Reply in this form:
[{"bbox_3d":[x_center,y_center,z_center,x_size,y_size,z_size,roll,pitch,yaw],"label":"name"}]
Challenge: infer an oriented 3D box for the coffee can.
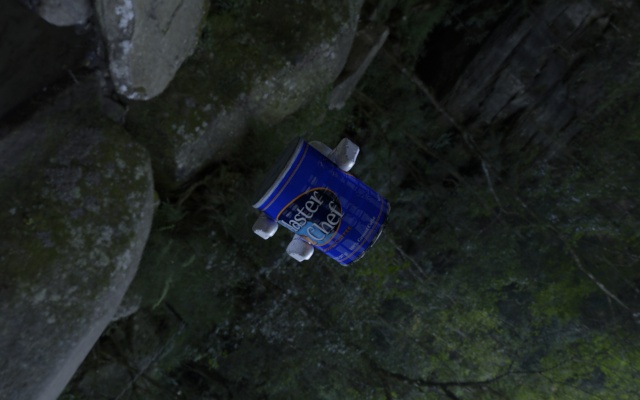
[{"bbox_3d":[0.000,0.002,0.595,0.140,0.103,0.103,35,-9,-13],"label":"coffee can"}]
